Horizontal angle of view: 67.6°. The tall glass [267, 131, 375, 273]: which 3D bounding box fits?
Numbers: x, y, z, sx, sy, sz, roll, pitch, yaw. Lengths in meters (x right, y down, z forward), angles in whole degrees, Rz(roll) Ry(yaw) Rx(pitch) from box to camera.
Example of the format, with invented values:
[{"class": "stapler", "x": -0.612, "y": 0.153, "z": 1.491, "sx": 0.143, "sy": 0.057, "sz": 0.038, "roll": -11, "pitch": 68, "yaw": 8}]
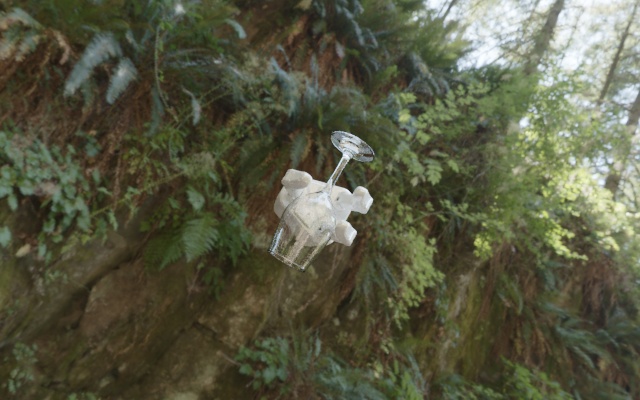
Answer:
[{"class": "tall glass", "x": 0.000, "y": 0.002, "z": 0.692, "sx": 0.079, "sy": 0.201, "sz": 0.079, "roll": 28, "pitch": -15, "yaw": 8}]
